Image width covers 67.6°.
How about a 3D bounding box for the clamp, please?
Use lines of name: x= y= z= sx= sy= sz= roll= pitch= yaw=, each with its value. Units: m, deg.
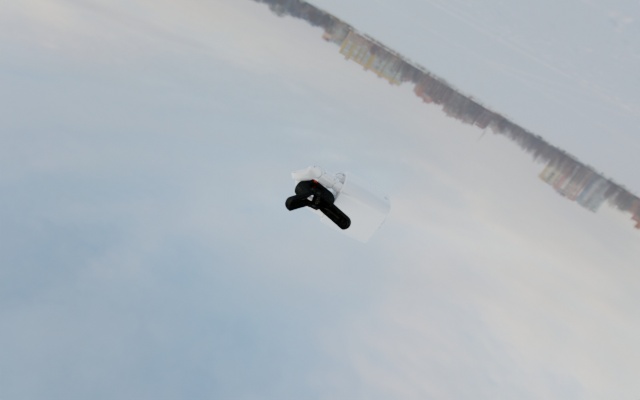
clamp: x=0.000 y=0.003 z=0.885 sx=0.120 sy=0.039 sz=0.171 roll=28 pitch=19 yaw=-5
